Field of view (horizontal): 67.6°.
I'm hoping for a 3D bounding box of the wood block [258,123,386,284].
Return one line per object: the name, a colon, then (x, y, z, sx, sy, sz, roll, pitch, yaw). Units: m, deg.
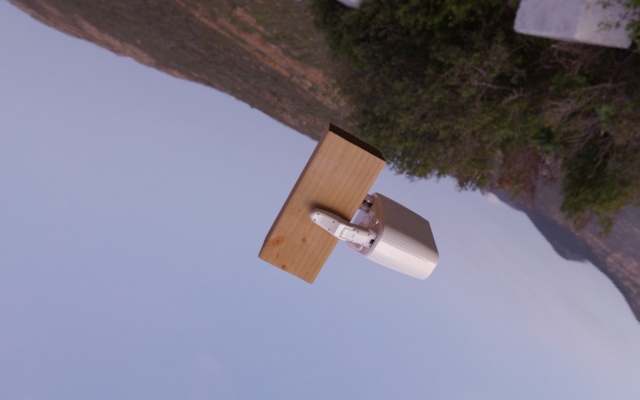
wood block: (0.000, 0.003, 0.693, 0.090, 0.206, 0.090, 28, 15, -7)
